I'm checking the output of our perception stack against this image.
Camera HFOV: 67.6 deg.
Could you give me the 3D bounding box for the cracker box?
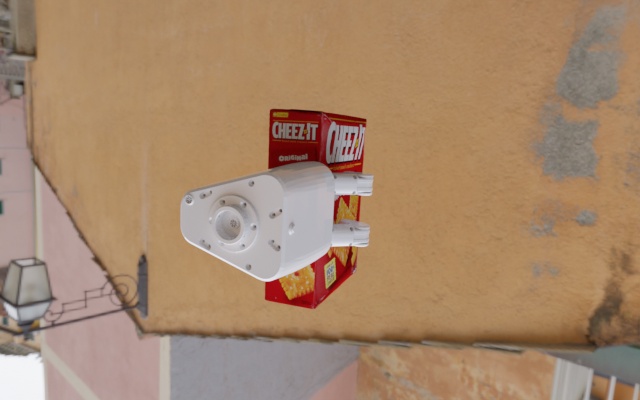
[{"bbox_3d":[0.000,0.002,0.582,0.072,0.214,0.164,7,9,20],"label":"cracker box"}]
